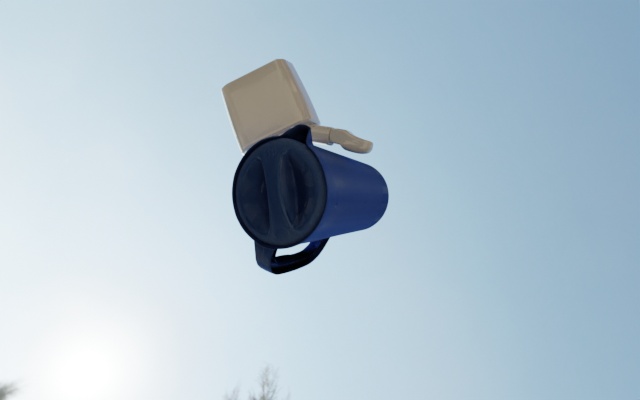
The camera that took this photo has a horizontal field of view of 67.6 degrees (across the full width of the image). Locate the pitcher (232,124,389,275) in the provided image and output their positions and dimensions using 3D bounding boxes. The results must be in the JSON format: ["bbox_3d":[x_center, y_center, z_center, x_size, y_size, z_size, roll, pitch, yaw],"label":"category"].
[{"bbox_3d":[0.000,0.002,0.655,0.149,0.145,0.243,-31,-15,24],"label":"pitcher"}]
